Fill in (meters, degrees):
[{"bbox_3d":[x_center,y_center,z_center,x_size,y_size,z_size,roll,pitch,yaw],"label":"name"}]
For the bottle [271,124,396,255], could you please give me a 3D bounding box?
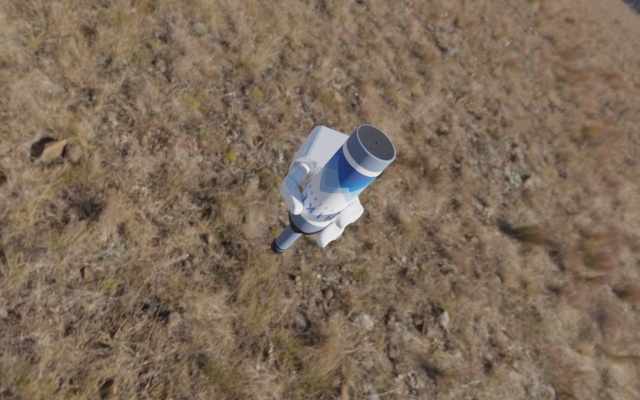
[{"bbox_3d":[0.000,0.002,0.747,0.069,0.069,0.296,0,-34,-38],"label":"bottle"}]
